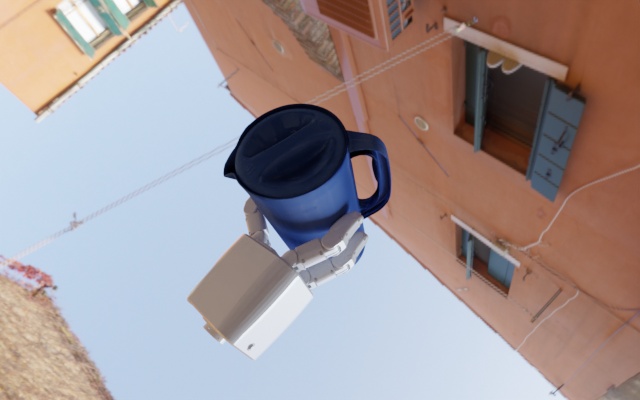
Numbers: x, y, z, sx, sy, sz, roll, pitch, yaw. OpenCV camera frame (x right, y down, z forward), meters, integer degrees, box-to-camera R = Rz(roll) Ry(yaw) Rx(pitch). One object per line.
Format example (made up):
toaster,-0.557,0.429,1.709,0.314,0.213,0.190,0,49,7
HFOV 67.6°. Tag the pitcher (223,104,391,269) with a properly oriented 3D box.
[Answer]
pitcher,0.000,0.002,0.614,0.149,0.145,0.243,32,-19,30
